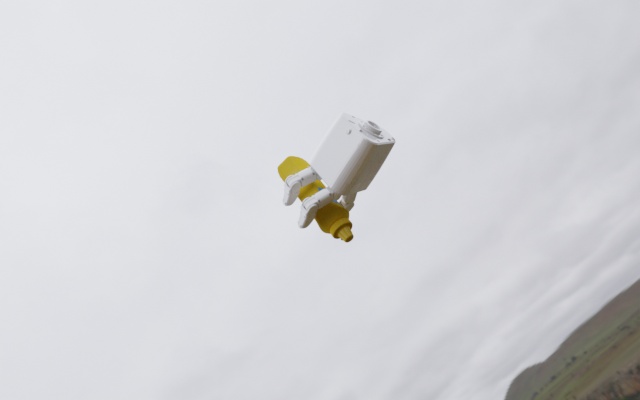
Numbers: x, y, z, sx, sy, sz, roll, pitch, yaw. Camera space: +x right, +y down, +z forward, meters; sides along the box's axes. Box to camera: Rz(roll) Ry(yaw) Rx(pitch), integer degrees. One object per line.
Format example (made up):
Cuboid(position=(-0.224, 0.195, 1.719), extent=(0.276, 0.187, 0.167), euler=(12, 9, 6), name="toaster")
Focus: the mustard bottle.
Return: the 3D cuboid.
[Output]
Cuboid(position=(0.000, 0.003, 0.861), extent=(0.191, 0.058, 0.096), euler=(51, 7, 33), name="mustard bottle")
